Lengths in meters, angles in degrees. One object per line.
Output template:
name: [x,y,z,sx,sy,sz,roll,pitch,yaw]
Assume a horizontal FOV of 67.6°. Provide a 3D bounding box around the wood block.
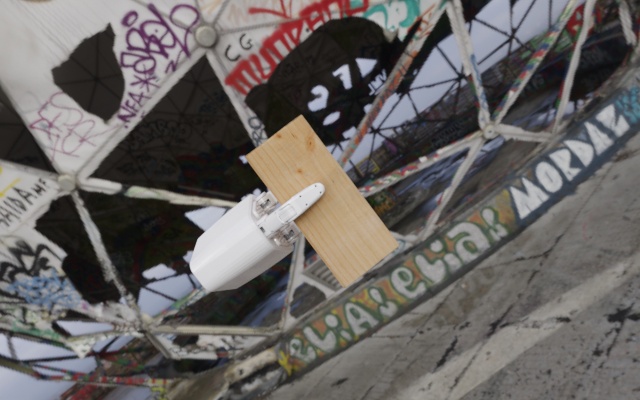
wood block: [0.000,0.002,0.635,0.090,0.206,0.091,-37,3,-4]
